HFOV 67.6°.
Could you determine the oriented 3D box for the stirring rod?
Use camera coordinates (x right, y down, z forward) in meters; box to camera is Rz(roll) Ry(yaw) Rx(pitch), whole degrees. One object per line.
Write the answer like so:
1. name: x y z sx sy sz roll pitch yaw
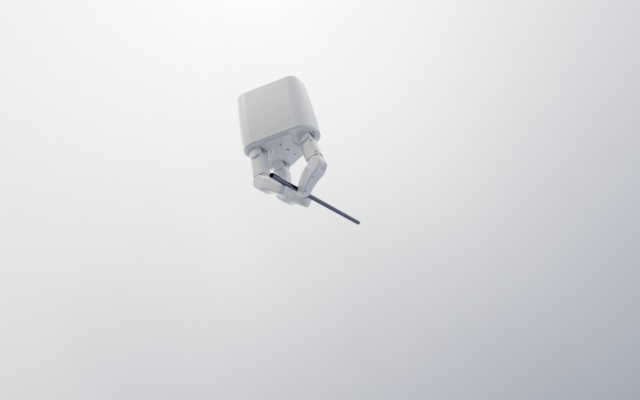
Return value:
1. stirring rod: 0.000 0.002 0.728 0.011 0.011 0.239 0 -17 35
